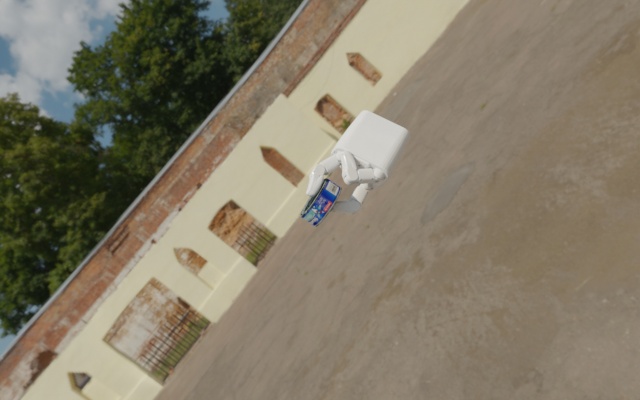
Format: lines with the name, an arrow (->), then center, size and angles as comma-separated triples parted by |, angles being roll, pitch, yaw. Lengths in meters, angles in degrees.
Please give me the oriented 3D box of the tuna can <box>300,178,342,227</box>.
tuna can -> 0.000, 0.003, 0.855 | 0.034, 0.086, 0.086 | 34, -6, -8
